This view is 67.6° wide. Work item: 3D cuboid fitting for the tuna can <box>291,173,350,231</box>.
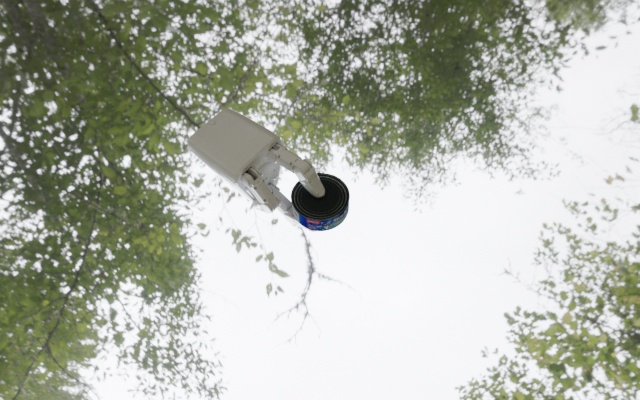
[{"bbox_3d":[0.000,0.003,0.702,0.086,0.086,0.034,0,-37,2],"label":"tuna can"}]
